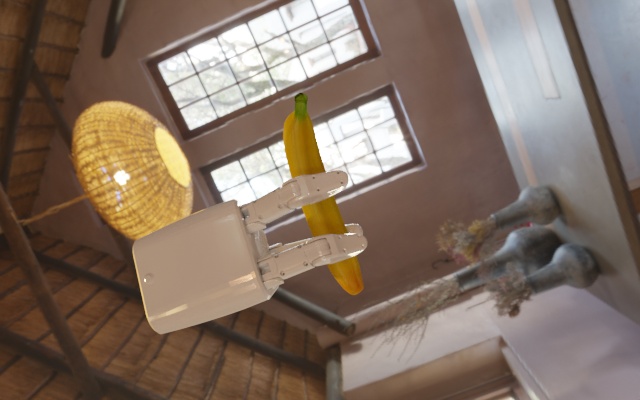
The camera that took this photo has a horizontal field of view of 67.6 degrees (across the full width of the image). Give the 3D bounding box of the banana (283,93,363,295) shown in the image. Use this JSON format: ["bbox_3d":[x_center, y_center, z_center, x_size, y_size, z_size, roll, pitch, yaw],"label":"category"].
[{"bbox_3d":[-0.003,-0.003,0.477,0.037,0.198,0.069,-19,5,-4],"label":"banana"}]
